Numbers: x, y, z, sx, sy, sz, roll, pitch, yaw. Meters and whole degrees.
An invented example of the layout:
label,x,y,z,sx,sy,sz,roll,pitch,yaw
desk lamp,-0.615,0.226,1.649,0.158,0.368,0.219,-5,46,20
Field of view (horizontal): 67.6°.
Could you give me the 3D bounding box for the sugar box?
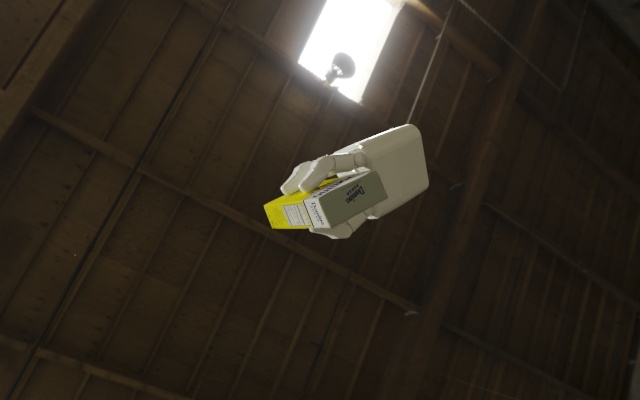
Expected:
label,x,y,z,sx,sy,sz,roll,pitch,yaw
sugar box,0.000,0.002,0.641,0.093,0.048,0.176,-27,7,-27
